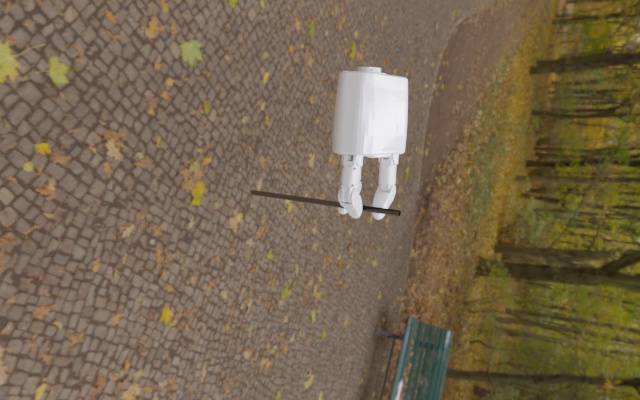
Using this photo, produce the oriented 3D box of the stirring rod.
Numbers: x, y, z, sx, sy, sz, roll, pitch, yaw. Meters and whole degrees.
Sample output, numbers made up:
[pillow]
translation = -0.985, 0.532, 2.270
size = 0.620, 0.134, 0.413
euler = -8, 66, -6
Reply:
[stirring rod]
translation = 0.000, 0.002, 0.700
size = 0.239, 0.011, 0.011
euler = 8, 3, 25
